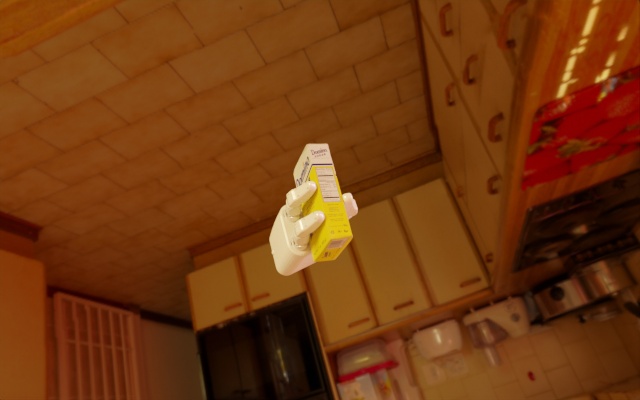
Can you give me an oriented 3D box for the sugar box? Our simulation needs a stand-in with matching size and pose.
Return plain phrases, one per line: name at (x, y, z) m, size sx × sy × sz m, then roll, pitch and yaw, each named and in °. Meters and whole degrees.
sugar box at (0.000, 0.003, 0.795) m, size 0.048 × 0.176 × 0.093 m, roll -5°, pitch -28°, yaw -23°
